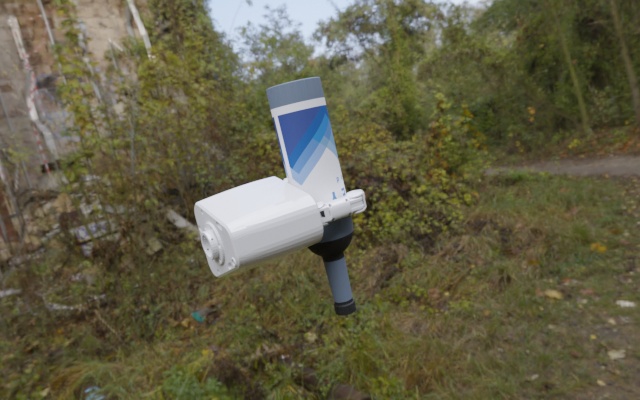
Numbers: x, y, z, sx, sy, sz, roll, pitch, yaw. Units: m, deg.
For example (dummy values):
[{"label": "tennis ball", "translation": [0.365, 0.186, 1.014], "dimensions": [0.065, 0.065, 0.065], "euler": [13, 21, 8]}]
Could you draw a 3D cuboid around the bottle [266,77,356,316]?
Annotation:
[{"label": "bottle", "translation": [0.000, 0.002, 0.594], "dimensions": [0.069, 0.296, 0.069], "euler": [-13, 9, 2]}]
